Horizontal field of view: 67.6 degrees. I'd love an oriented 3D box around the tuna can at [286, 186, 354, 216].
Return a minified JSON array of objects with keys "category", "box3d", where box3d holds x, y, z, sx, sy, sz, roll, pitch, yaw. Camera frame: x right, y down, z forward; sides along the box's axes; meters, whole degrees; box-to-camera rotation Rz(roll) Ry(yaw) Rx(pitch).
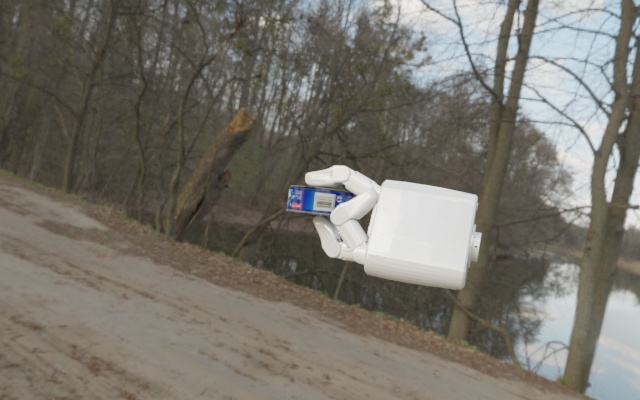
[{"category":"tuna can","box3d":[0.000,0.001,0.613,0.086,0.034,0.086,6,-1,0]}]
